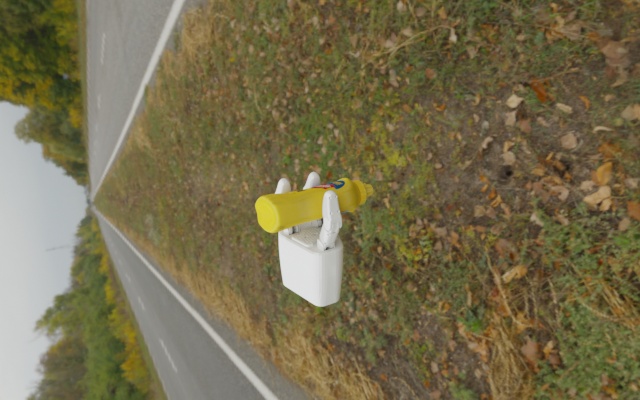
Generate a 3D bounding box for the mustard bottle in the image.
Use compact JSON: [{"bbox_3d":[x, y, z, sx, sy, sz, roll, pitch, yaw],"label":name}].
[{"bbox_3d":[0.000,0.002,0.760,0.191,0.058,0.096,-13,4,-25],"label":"mustard bottle"}]
